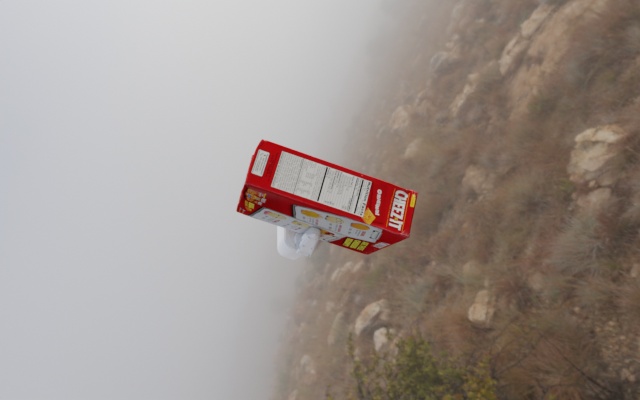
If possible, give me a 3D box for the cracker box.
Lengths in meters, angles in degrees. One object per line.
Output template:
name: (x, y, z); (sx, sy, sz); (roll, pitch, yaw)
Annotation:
cracker box: (0.000, 0.002, 0.653); (0.214, 0.072, 0.164); (18, -17, -9)
